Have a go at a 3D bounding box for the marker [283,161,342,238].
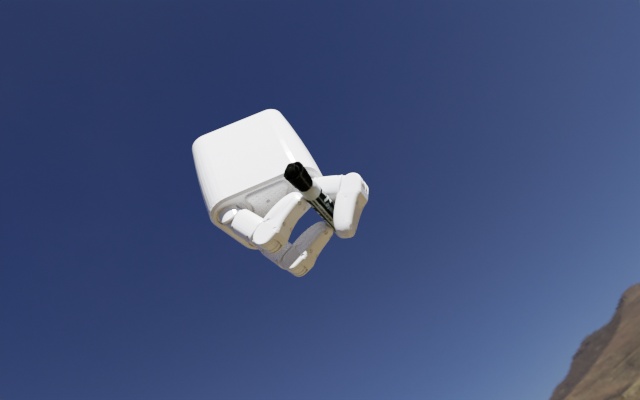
[{"bbox_3d":[0.000,0.001,0.437,0.020,0.020,0.121,0,-28,28],"label":"marker"}]
